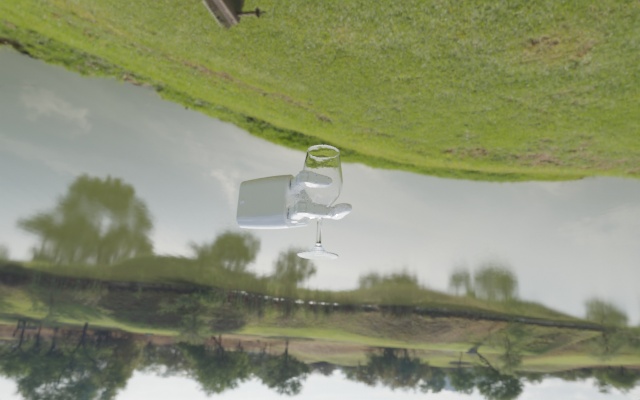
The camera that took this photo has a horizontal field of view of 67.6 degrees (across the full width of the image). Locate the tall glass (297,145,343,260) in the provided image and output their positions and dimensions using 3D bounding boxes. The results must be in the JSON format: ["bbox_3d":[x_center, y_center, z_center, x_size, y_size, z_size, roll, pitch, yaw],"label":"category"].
[{"bbox_3d":[0.000,0.004,0.872,0.079,0.201,0.079,3,-17,1],"label":"tall glass"}]
